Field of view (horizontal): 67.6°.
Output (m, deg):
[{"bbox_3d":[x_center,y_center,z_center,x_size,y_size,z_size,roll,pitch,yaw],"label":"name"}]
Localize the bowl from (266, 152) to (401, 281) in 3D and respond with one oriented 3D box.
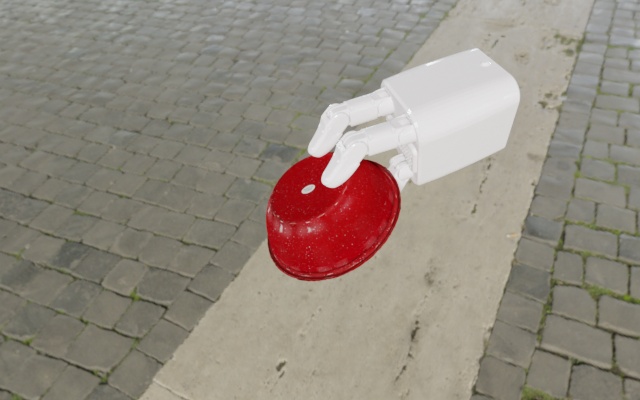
[{"bbox_3d":[-0.001,0.002,0.506,0.162,0.162,0.055,0,-36,34],"label":"bowl"}]
